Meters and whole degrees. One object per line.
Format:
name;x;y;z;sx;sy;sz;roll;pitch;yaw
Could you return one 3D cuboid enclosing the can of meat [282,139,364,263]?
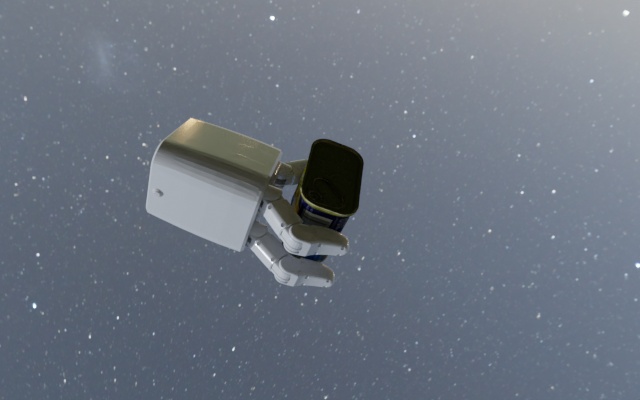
can of meat;0.000;0.002;0.492;0.057;0.102;0.084;19;-47;-8
